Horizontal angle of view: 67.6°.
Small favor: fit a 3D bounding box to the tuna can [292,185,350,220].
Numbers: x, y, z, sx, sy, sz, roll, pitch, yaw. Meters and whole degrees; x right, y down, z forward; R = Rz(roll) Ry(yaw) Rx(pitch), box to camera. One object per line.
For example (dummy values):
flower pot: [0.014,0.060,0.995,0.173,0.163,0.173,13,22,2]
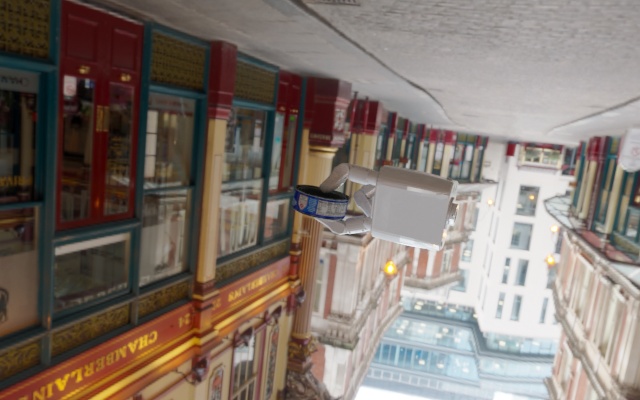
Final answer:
tuna can: [0.000,0.003,0.737,0.086,0.034,0.086,12,11,-2]
